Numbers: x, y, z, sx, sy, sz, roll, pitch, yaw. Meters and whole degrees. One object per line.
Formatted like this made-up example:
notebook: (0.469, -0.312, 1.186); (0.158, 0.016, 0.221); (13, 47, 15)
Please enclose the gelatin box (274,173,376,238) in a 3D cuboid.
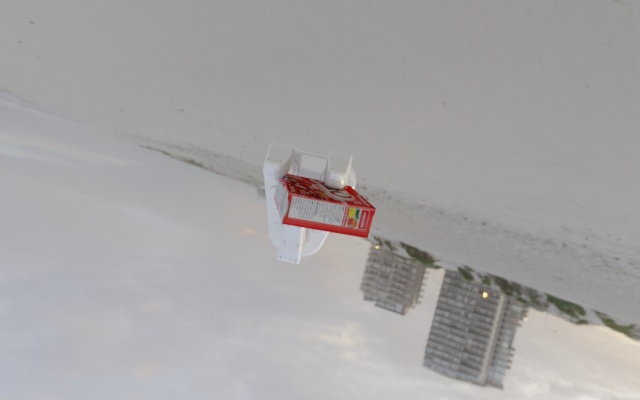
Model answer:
gelatin box: (0.000, 0.002, 0.419); (0.073, 0.030, 0.089); (11, 12, -12)
